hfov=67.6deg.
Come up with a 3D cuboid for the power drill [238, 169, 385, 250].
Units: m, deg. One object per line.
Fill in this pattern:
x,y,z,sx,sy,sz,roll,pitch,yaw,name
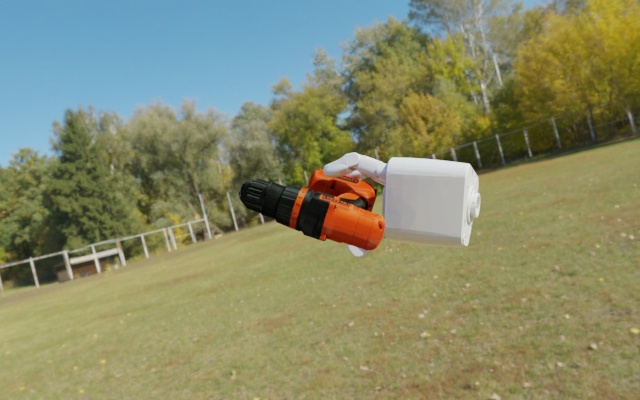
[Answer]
0.000,0.002,0.649,0.184,0.057,0.187,19,16,6,power drill
